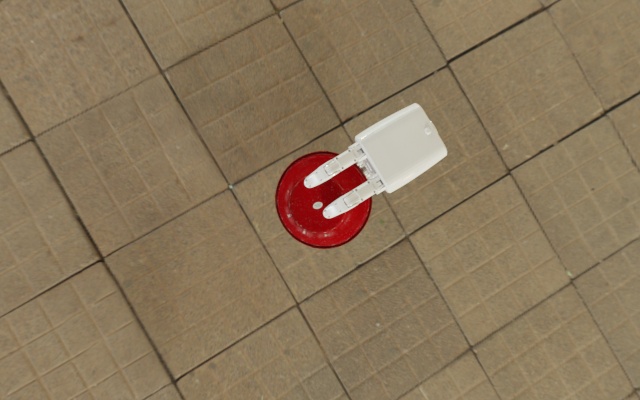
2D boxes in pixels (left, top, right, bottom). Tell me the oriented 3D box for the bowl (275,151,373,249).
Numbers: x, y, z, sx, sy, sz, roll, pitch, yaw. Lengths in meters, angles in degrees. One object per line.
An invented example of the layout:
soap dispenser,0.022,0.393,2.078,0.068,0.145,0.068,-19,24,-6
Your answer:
bowl,-0.001,0.003,0.759,0.162,0.162,0.055,0,6,9
